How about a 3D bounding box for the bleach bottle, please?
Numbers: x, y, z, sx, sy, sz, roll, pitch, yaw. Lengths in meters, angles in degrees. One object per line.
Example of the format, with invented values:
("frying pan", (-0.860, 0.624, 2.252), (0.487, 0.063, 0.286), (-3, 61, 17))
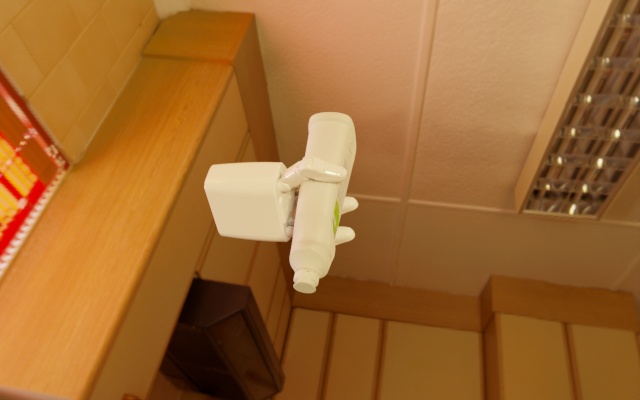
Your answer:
("bleach bottle", (0.000, 0.002, 0.650), (0.068, 0.250, 0.103), (2, -36, 13))
